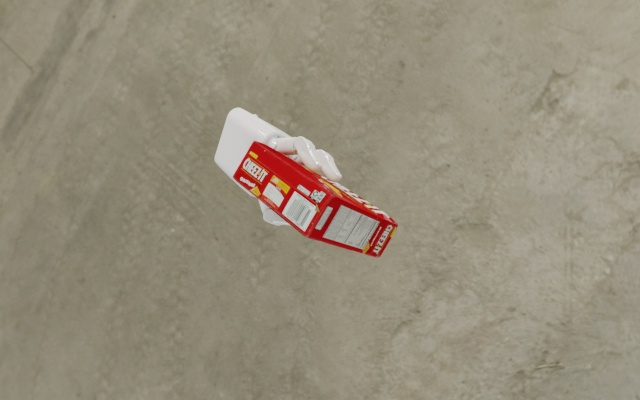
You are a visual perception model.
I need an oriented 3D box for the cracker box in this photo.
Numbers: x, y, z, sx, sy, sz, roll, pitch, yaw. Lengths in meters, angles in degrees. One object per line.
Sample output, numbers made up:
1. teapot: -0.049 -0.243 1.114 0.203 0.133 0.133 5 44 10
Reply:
1. cracker box: 0.000 0.002 0.711 0.164 0.072 0.214 36 7 34
